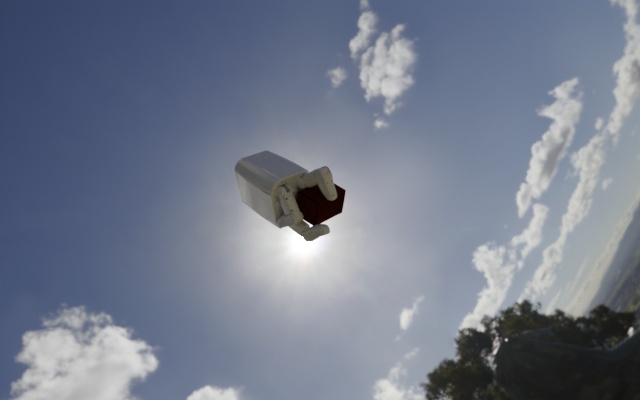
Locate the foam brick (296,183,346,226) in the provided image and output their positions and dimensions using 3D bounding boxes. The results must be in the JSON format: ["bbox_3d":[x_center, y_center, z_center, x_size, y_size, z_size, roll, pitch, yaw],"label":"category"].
[{"bbox_3d":[0.000,0.003,0.868,0.051,0.053,0.078,31,37,31],"label":"foam brick"}]
